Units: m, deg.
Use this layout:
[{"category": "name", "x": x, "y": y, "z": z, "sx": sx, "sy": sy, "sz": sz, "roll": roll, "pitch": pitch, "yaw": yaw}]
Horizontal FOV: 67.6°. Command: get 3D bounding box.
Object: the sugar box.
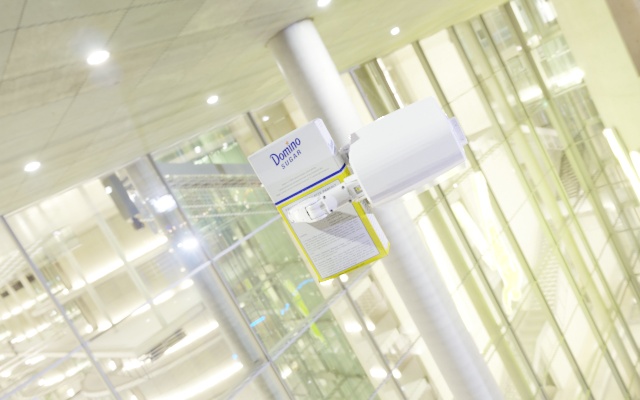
[{"category": "sugar box", "x": 0.000, "y": 0.002, "z": 0.562, "sx": 0.093, "sy": 0.176, "sz": 0.048, "roll": -26, "pitch": 7, "yaw": 17}]
